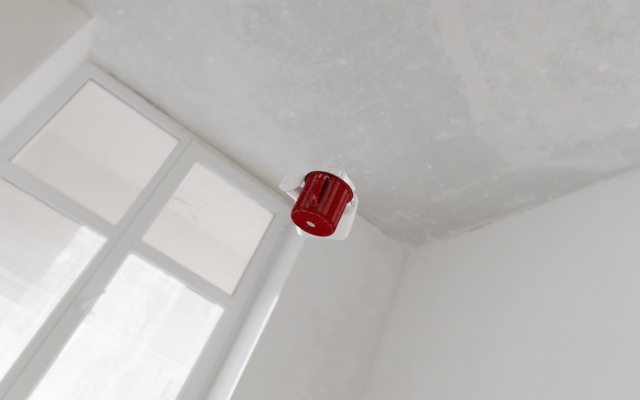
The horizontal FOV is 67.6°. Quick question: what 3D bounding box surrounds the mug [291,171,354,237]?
[{"bbox_3d":[0.000,0.002,0.810,0.093,0.081,0.117,19,-31,10],"label":"mug"}]
